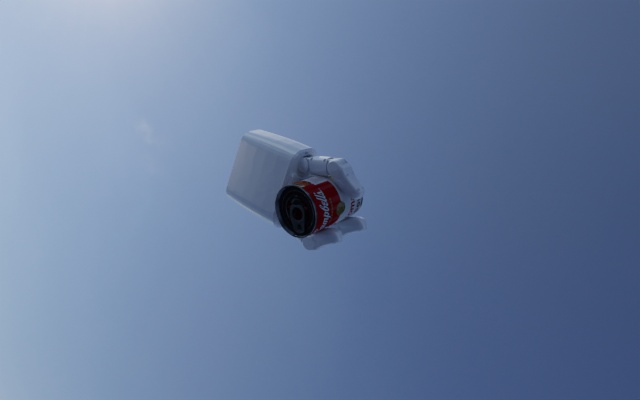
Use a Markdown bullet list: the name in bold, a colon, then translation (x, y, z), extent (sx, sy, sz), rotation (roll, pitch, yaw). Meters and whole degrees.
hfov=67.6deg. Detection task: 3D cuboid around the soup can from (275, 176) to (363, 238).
- **soup can**: translation (0.001, 0.002, 0.623), extent (0.068, 0.068, 0.102), rotation (0, 14, 41)
